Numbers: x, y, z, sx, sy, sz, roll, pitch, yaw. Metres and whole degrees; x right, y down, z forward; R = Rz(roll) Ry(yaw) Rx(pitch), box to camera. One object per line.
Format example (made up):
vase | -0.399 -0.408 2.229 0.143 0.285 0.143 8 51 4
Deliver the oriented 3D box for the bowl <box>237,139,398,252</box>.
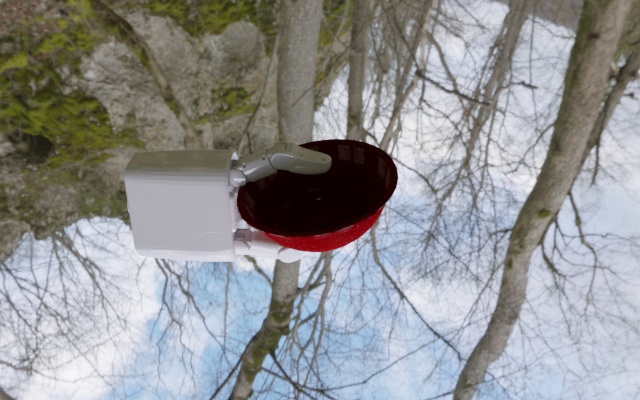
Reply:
bowl | 0.001 0.002 0.485 0.162 0.055 0.162 -9 36 7
